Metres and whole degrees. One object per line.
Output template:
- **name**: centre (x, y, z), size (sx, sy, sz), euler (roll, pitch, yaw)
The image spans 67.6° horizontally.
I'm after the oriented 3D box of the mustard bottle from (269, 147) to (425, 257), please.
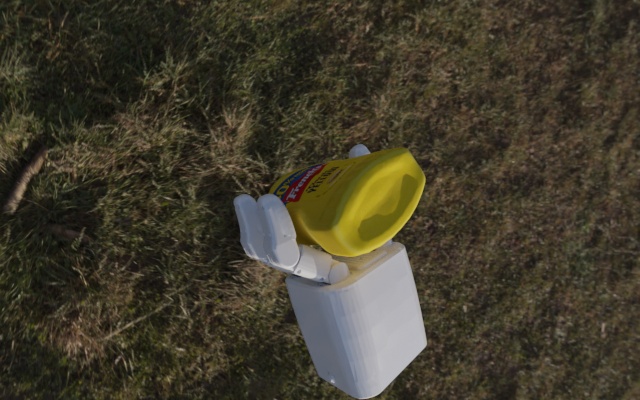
- **mustard bottle**: centre (0.000, 0.001, 0.432), size (0.096, 0.058, 0.191), euler (-47, 20, -22)
